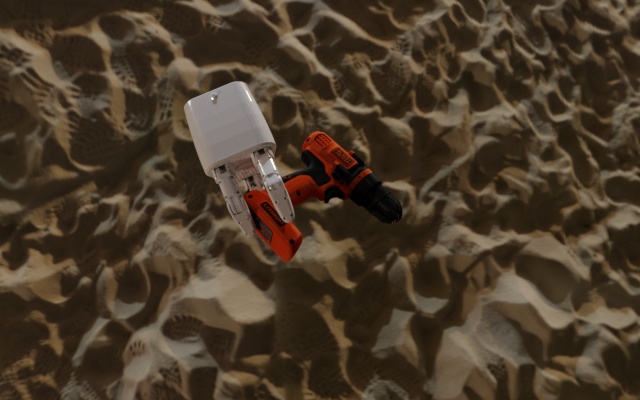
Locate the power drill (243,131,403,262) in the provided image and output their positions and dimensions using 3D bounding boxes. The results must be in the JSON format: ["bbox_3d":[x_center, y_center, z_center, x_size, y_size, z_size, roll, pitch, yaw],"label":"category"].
[{"bbox_3d":[0.000,0.002,0.670,0.187,0.184,0.057,-36,-22,-31],"label":"power drill"}]
